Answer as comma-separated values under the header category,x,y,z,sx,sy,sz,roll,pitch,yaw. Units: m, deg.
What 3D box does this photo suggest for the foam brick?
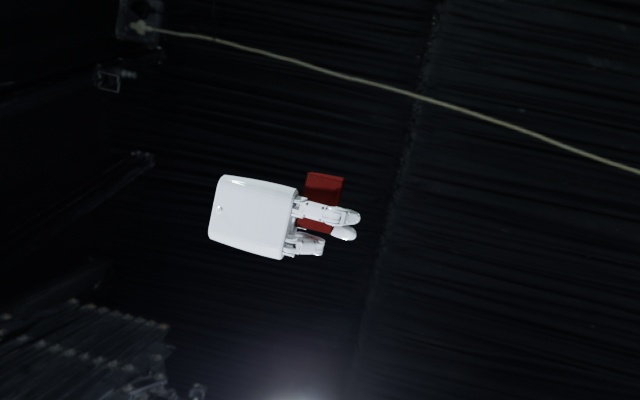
category,x,y,z,sx,sy,sz,roll,pitch,yaw
foam brick,0.000,0.002,0.671,0.051,0.078,0.053,14,7,6
